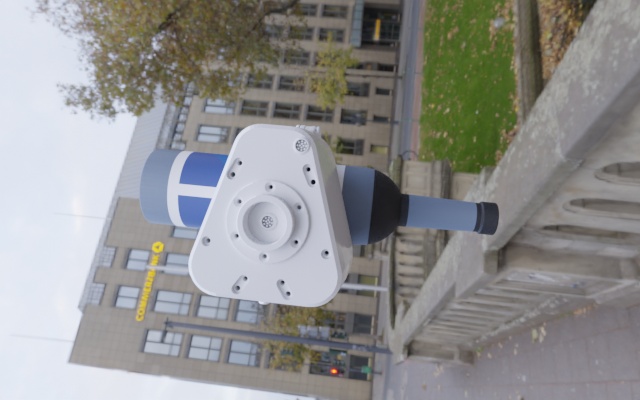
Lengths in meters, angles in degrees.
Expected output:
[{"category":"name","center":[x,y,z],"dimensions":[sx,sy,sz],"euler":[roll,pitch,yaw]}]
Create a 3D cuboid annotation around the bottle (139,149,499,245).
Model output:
[{"category":"bottle","center":[0.000,0.001,0.412],"dimensions":[0.296,0.069,0.069],"euler":[6,0,5]}]
